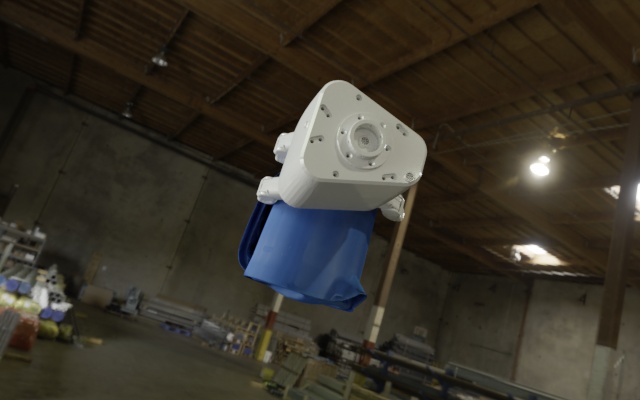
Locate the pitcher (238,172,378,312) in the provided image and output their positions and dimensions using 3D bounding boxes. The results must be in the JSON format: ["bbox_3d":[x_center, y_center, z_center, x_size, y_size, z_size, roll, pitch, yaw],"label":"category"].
[{"bbox_3d":[0.000,0.002,0.584,0.149,0.242,0.145,20,-14,-7],"label":"pitcher"}]
